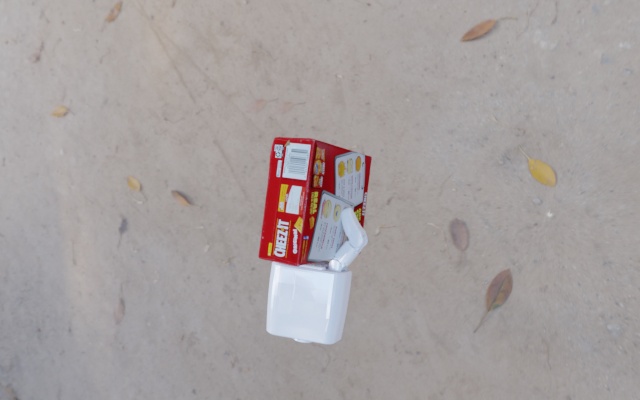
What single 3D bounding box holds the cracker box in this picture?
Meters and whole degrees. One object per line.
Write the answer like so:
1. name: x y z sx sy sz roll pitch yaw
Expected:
1. cracker box: 0.000 0.002 0.702 0.072 0.164 0.214 8 2 26
